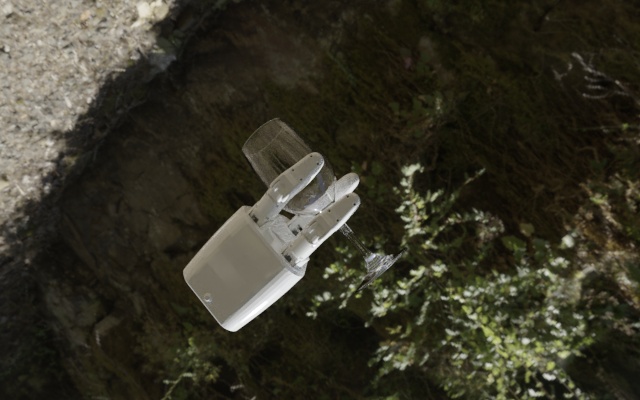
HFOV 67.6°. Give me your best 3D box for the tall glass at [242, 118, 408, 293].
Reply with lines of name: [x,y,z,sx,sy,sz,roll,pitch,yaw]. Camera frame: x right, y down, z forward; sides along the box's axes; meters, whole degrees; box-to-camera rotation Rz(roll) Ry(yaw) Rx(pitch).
tall glass: [0.001,0.002,0.525,0.079,0.201,0.079,-40,-8,-7]
